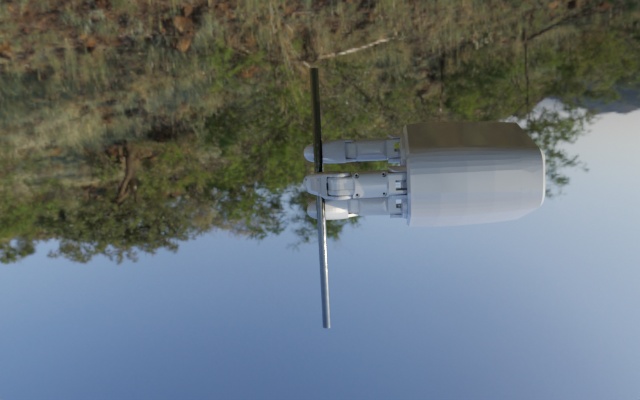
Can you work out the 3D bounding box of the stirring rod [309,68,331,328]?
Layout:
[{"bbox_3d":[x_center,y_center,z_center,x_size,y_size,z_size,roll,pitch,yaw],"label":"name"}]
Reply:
[{"bbox_3d":[0.000,0.001,0.441,0.011,0.239,0.011,-3,7,0],"label":"stirring rod"}]
